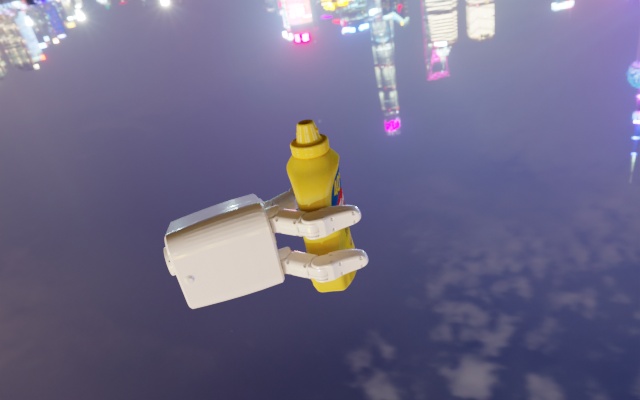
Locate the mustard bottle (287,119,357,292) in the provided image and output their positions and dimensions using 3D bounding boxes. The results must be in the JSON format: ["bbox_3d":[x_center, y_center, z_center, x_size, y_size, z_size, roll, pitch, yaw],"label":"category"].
[{"bbox_3d":[0.000,0.002,0.539,0.058,0.192,0.096,-6,28,11],"label":"mustard bottle"}]
